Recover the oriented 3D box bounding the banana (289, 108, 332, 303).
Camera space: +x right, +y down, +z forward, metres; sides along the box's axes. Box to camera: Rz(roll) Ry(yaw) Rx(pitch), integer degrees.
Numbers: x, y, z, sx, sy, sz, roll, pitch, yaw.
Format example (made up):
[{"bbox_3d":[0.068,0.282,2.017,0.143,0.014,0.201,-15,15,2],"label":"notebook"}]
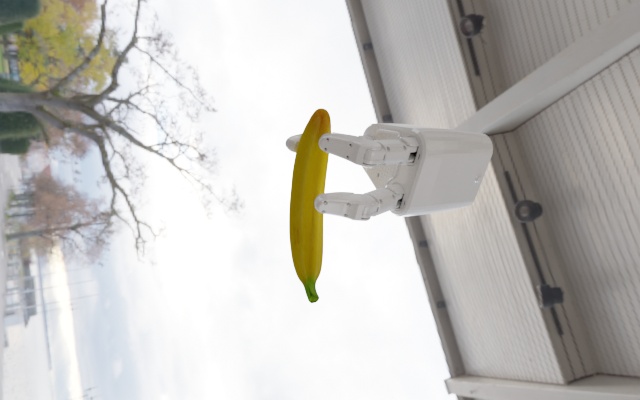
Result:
[{"bbox_3d":[-0.009,0.003,0.511,0.037,0.198,0.069,-1,5,-27],"label":"banana"}]
